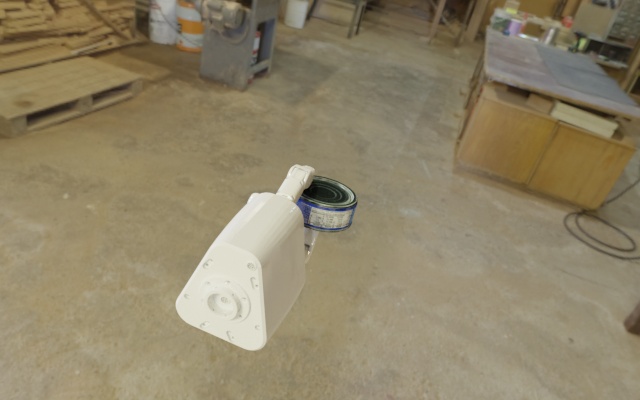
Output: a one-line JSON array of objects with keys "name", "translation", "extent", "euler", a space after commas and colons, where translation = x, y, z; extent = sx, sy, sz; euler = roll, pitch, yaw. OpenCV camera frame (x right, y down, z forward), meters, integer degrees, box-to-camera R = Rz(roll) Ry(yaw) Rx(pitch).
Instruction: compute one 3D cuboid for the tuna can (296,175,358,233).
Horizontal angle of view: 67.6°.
[{"name": "tuna can", "translation": [0.000, 0.001, 0.567], "extent": [0.086, 0.034, 0.086], "euler": [12, 24, -6]}]
